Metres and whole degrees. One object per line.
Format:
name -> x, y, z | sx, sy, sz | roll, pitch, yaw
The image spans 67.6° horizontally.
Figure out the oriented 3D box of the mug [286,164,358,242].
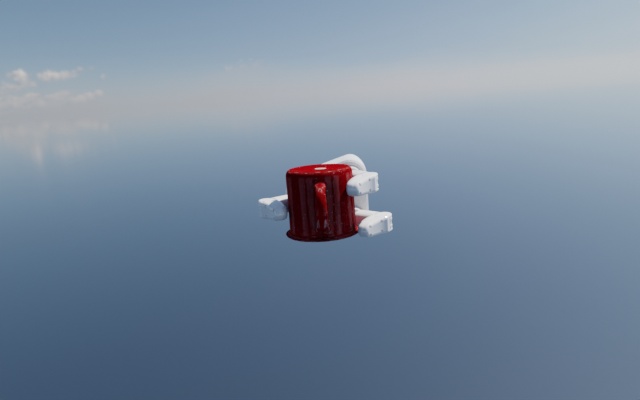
mug -> 0.000, 0.002, 0.574 | 0.093, 0.081, 0.117 | -4, 11, 3
